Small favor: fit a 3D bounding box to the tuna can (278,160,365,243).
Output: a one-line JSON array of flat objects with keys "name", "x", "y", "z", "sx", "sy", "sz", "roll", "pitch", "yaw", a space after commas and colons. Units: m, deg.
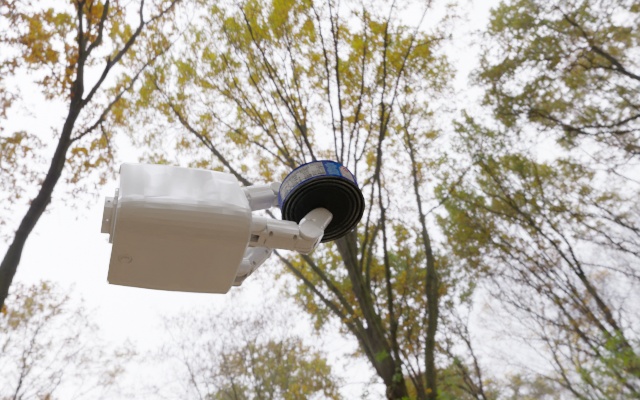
[{"name": "tuna can", "x": 0.000, "y": 0.001, "z": 0.487, "sx": 0.086, "sy": 0.086, "sz": 0.033, "roll": 0, "pitch": 38, "yaw": -15}]
